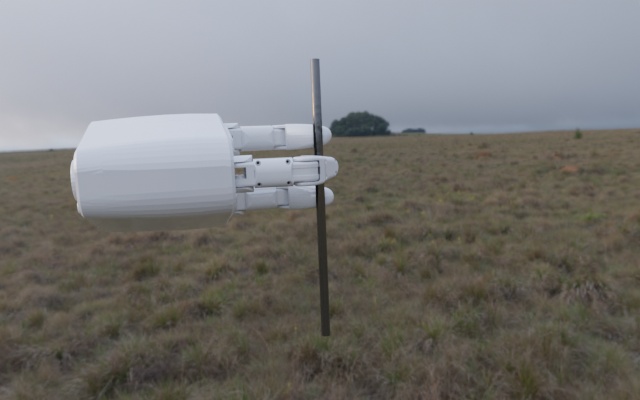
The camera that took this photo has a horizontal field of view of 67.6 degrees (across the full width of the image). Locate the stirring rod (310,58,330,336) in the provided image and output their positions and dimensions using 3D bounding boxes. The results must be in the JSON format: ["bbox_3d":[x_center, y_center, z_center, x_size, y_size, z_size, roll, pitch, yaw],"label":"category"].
[{"bbox_3d":[0.000,0.001,0.414,0.011,0.239,0.011,-2,7,0],"label":"stirring rod"}]
